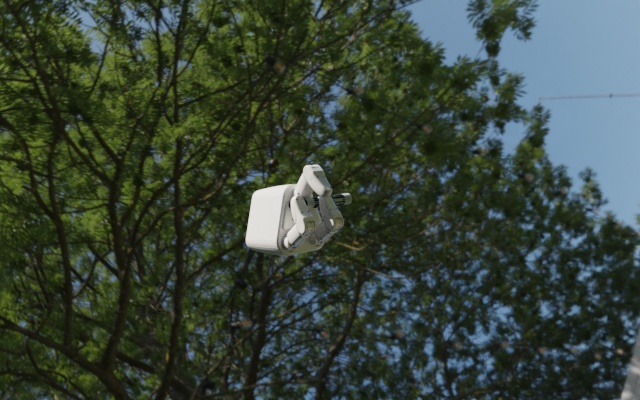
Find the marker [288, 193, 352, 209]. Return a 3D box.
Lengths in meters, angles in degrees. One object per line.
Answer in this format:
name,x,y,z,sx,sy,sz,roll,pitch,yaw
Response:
marker,0.000,0.002,0.763,0.121,0.020,0.020,-7,4,-39
